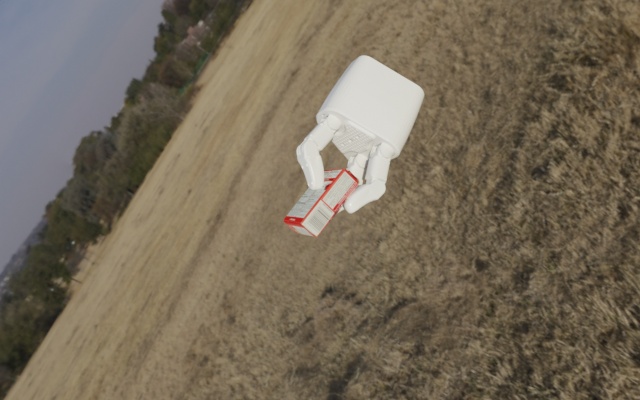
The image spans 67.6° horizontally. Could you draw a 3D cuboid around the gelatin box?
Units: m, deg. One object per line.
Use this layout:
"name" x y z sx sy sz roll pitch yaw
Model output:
"gelatin box" 0.000 0.002 0.594 0.030 0.089 0.073 43 -14 -17
